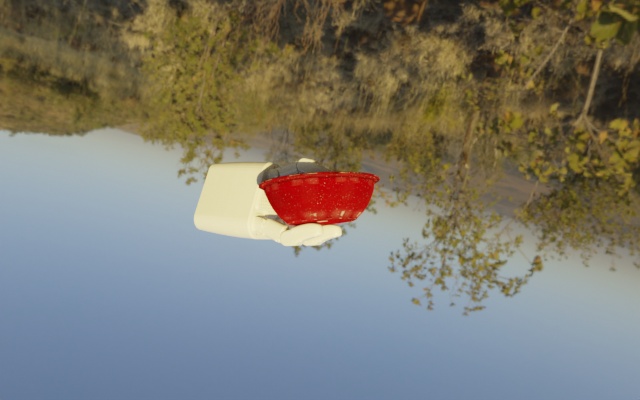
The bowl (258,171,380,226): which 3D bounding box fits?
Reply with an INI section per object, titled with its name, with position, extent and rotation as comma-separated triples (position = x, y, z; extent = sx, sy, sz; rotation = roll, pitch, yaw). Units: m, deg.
[bowl]
position = 0.001, 0.002, 0.633
extent = 0.162, 0.055, 0.162
rotation = -4, -7, 0
